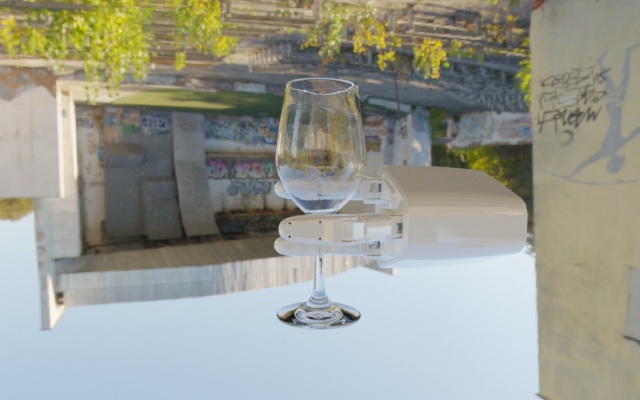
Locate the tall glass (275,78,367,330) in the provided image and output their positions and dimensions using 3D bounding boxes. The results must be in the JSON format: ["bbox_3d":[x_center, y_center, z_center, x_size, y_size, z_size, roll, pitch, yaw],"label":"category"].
[{"bbox_3d":[0.000,0.002,0.411,0.079,0.201,0.079,0,4,0],"label":"tall glass"}]
